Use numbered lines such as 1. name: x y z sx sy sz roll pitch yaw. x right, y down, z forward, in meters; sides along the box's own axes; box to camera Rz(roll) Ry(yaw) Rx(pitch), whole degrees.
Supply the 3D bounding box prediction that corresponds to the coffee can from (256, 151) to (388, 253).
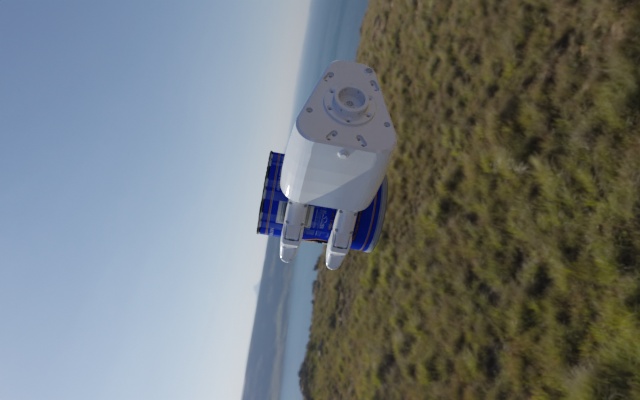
1. coffee can: 0.000 0.002 0.580 0.140 0.103 0.103 10 -1 -5
